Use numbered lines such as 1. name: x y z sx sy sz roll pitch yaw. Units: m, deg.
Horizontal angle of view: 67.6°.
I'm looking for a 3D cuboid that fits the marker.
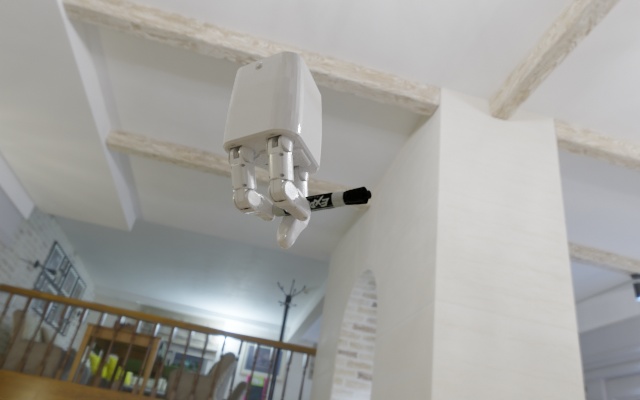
1. marker: 0.000 0.002 0.529 0.121 0.020 0.020 -9 -5 30
